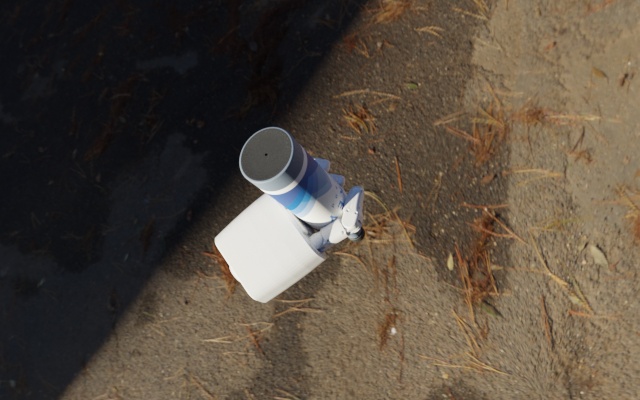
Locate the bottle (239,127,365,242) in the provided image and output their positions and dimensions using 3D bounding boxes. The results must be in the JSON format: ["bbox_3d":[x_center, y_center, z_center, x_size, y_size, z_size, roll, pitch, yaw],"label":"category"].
[{"bbox_3d":[0.000,0.002,0.631,0.069,0.069,0.296,0,-20,25],"label":"bottle"}]
